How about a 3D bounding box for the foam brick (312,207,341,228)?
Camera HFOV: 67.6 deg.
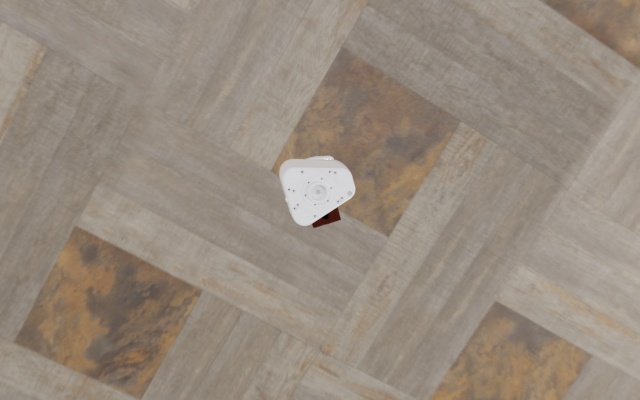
[{"bbox_3d":[0.000,0.003,0.856,0.053,0.078,0.051,-17,11,-3],"label":"foam brick"}]
